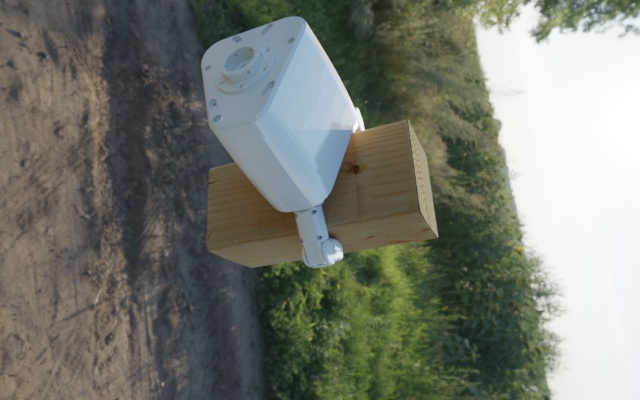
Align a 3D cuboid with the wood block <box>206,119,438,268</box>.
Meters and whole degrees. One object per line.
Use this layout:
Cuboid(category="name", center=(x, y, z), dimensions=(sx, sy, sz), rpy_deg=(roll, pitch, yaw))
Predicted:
Cuboid(category="wood block", center=(0.000, 0.002, 0.473), dimensions=(0.206, 0.090, 0.090), rpy_deg=(-11, -23, 20))
